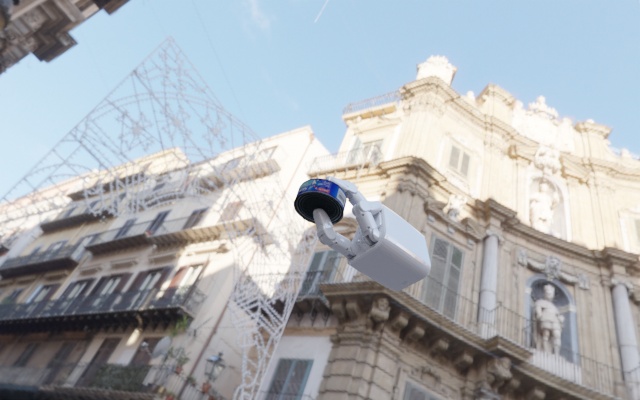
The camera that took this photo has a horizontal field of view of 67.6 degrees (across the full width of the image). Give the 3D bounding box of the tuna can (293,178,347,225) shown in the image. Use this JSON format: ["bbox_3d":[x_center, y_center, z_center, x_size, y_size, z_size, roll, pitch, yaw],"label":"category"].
[{"bbox_3d":[0.000,0.002,0.799,0.086,0.033,0.086,10,-39,8],"label":"tuna can"}]
